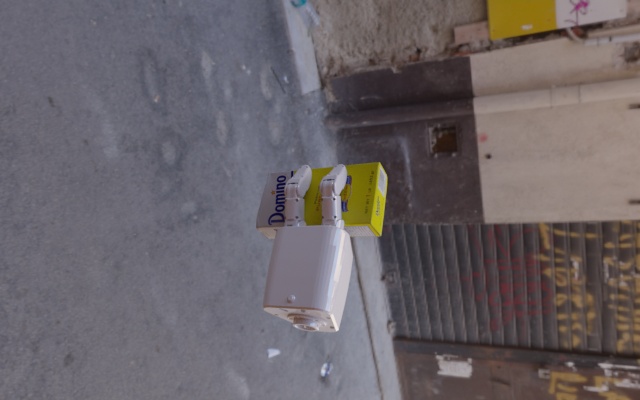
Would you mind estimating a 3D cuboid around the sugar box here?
[{"bbox_3d":[0.000,0.002,0.657,0.176,0.093,0.048,-3,-30,25],"label":"sugar box"}]
